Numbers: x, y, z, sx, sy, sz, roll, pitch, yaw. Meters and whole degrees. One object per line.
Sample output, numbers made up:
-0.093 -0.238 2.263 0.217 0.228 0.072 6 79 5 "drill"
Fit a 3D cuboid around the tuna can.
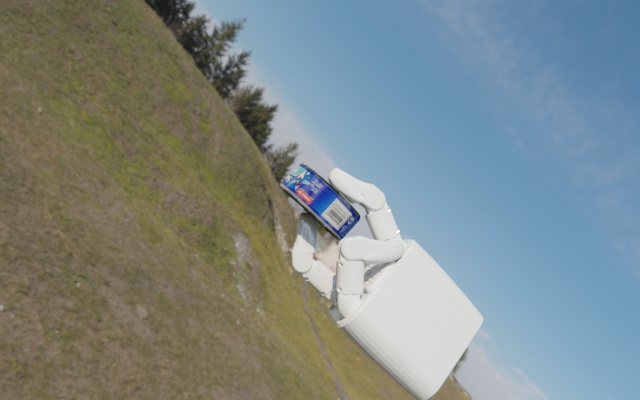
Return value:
0.000 0.001 0.489 0.086 0.034 0.086 43 -4 3 "tuna can"
